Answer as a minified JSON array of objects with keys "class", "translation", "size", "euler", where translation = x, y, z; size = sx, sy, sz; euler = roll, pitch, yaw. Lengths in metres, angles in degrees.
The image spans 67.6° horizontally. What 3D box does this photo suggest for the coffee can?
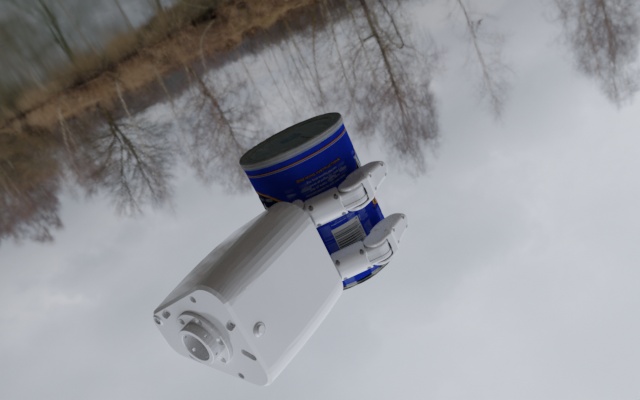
[{"class":"coffee can","translation":[0.000,0.001,0.457],"size":[0.103,0.140,0.102],"euler":[-23,19,8]}]
